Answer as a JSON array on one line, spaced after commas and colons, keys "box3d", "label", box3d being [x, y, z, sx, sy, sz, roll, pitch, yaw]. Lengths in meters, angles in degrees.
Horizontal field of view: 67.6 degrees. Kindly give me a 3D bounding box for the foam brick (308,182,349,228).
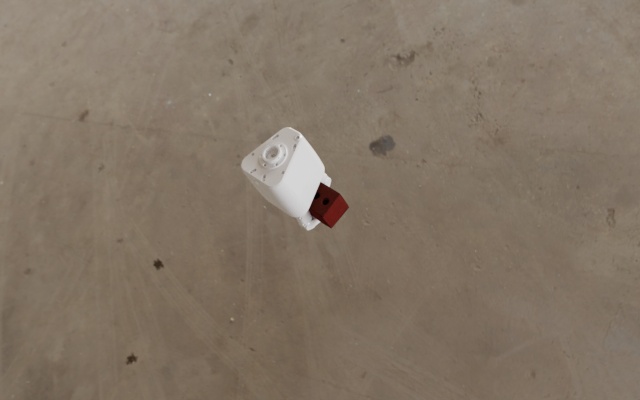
[{"box3d": [0.000, 0.003, 0.847, 0.078, 0.053, 0.051, 32, -13, 31], "label": "foam brick"}]
